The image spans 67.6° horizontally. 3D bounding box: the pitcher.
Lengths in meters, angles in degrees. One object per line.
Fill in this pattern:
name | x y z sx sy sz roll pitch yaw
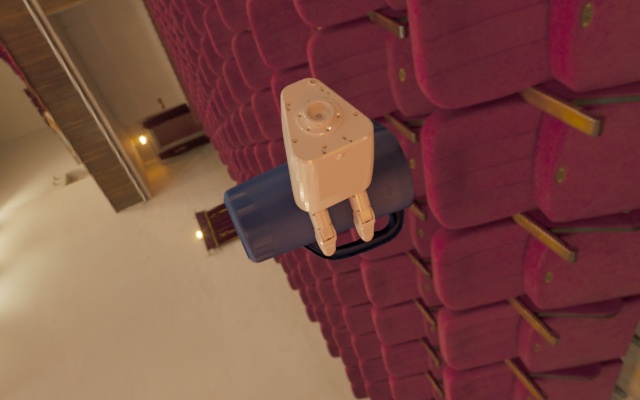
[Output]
pitcher | 0.000 0.002 0.665 0.243 0.149 0.145 -23 -27 -10
